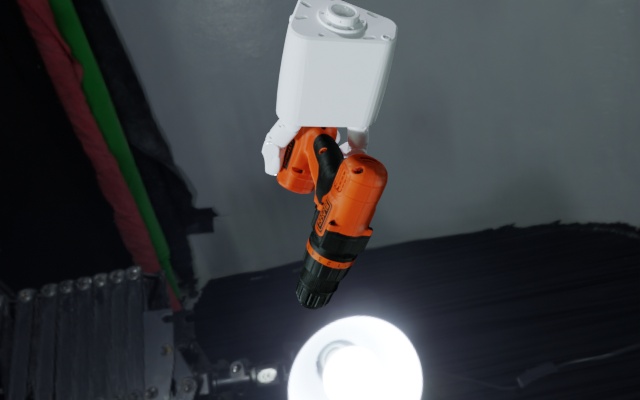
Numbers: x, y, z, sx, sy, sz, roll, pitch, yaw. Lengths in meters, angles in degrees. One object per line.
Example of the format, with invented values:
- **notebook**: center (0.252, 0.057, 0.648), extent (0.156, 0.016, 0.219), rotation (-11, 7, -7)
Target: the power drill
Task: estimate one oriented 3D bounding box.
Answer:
- **power drill**: center (0.000, 0.001, 0.538), extent (0.057, 0.184, 0.187), rotation (9, 30, -25)
